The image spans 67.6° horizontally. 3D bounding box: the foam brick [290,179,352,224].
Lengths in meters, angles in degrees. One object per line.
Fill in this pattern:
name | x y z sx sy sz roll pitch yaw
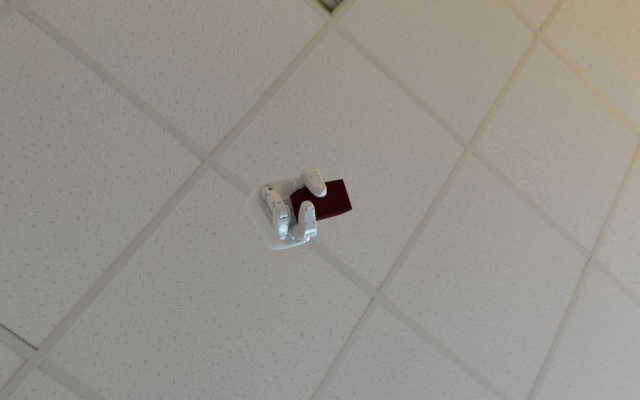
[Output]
foam brick | 0.000 0.002 0.754 0.078 0.053 0.051 -13 -7 -22
